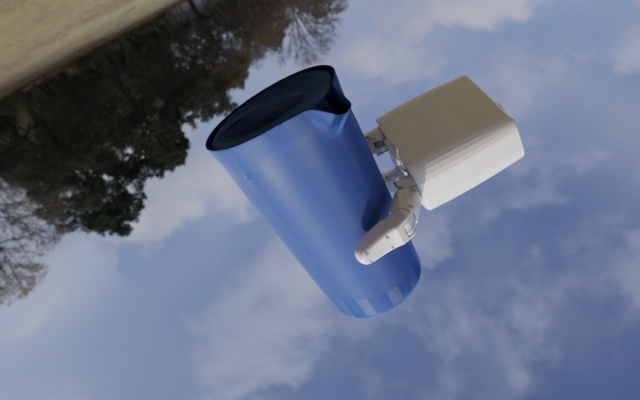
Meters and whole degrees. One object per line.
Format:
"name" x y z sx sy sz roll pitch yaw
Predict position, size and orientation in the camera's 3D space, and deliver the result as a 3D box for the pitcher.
"pitcher" 0.000 0.002 0.483 0.145 0.243 0.149 -29 27 6
